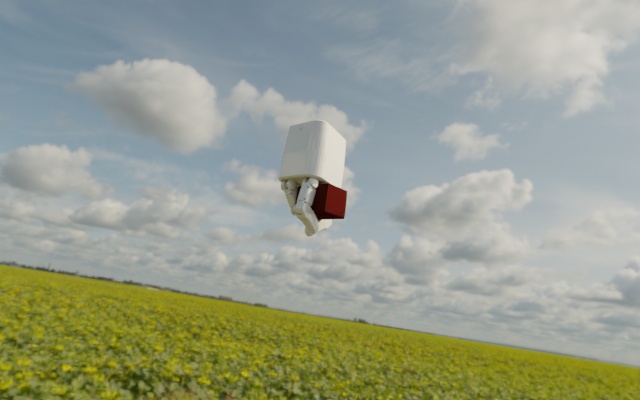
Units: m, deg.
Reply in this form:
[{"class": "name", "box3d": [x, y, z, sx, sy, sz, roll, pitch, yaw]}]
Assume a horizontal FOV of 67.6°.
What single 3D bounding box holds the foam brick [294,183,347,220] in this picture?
[{"class": "foam brick", "box3d": [0.000, 0.003, 0.837, 0.078, 0.051, 0.053, -3, -19, 43]}]
